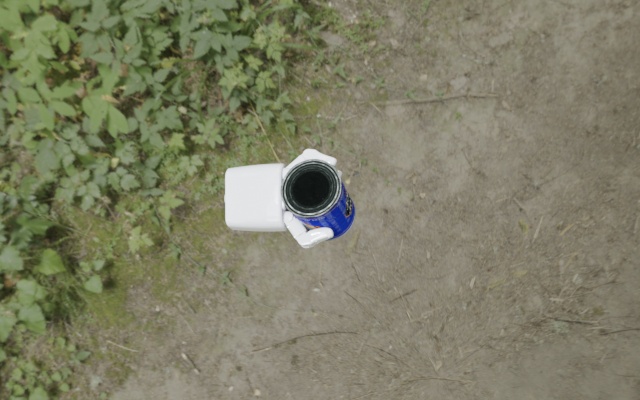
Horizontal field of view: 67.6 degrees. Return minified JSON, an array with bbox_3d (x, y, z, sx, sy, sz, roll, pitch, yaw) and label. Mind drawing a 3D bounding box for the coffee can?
[{"bbox_3d":[0.000,0.003,0.833,0.103,0.102,0.140,0,-20,14],"label":"coffee can"}]
